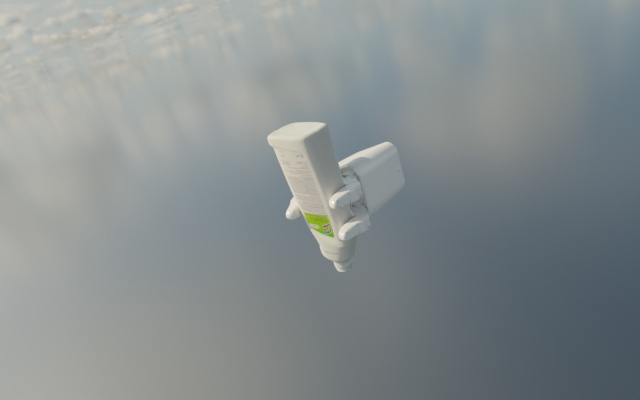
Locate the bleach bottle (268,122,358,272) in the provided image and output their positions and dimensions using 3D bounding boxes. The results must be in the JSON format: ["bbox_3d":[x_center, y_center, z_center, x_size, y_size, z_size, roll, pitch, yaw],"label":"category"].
[{"bbox_3d":[0.000,0.003,0.768,0.068,0.251,0.102,-34,28,-33],"label":"bleach bottle"}]
